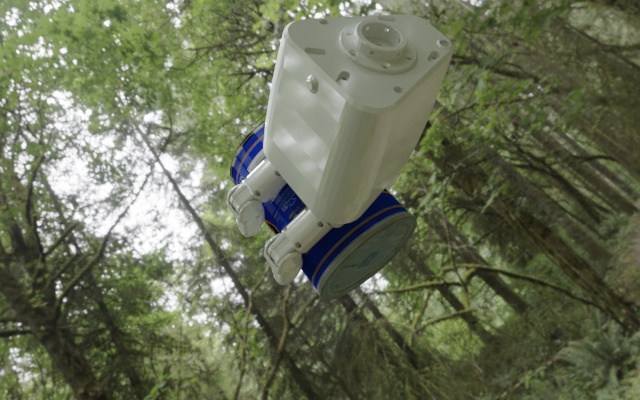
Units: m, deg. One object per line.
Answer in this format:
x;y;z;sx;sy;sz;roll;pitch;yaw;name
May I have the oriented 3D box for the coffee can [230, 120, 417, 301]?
0.000;0.002;0.424;0.140;0.103;0.103;49;25;23;coffee can
